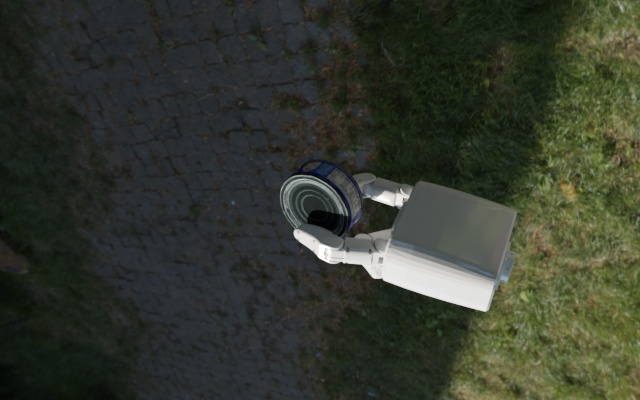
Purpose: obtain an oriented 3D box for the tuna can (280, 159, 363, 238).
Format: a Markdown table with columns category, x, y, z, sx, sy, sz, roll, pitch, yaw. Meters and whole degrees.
| category | x | y | z | sx | sy | sz | roll | pitch | yaw |
| --- | --- | --- | --- | --- | --- | --- | --- | --- | --- |
| tuna can | 0.000 | 0.002 | 0.508 | 0.086 | 0.086 | 0.033 | 0 | 30 | 35 |
